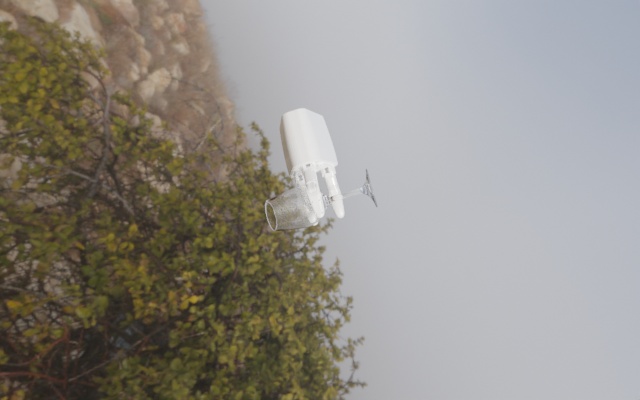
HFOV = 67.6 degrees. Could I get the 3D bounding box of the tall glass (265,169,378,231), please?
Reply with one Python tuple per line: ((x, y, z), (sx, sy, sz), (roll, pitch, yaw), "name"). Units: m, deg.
((0.001, 0.003, 0.894), (0.201, 0.079, 0.079), (-16, -2, 7), "tall glass")
